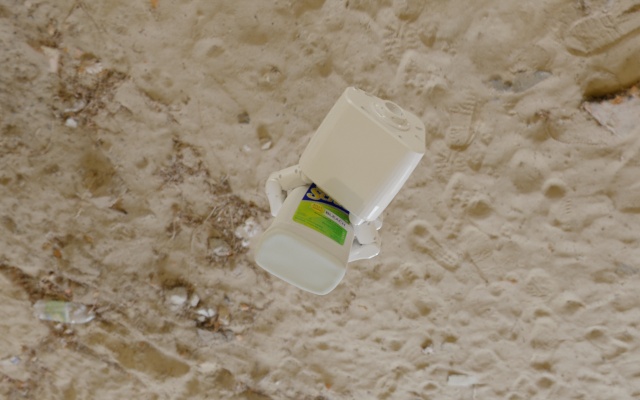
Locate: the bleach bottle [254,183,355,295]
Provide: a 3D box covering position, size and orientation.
[{"bbox_3d":[0.000,0.002,0.612,0.102,0.068,0.250,29,34,-8],"label":"bleach bottle"}]
